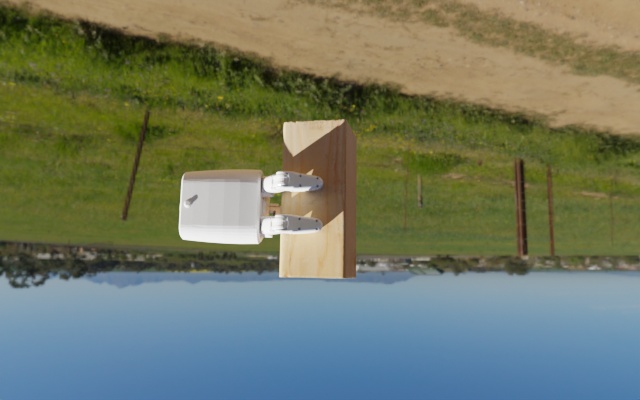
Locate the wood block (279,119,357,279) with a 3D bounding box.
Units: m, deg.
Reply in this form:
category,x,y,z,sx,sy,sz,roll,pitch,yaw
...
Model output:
category,x,y,z,sx,sy,sz,roll,pitch,yaw
wood block,0.000,0.002,0.659,0.090,0.206,0.091,-1,-9,12
